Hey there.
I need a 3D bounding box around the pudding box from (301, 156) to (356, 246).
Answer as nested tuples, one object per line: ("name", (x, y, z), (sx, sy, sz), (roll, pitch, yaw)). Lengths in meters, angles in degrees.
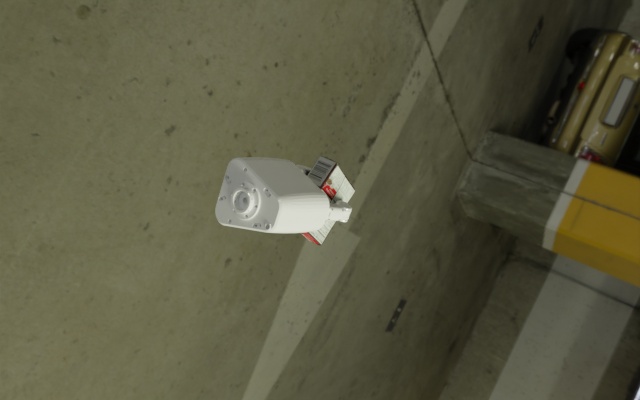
("pudding box", (0.000, 0.002, 0.739), (0.039, 0.113, 0.090), (27, -13, 33))
